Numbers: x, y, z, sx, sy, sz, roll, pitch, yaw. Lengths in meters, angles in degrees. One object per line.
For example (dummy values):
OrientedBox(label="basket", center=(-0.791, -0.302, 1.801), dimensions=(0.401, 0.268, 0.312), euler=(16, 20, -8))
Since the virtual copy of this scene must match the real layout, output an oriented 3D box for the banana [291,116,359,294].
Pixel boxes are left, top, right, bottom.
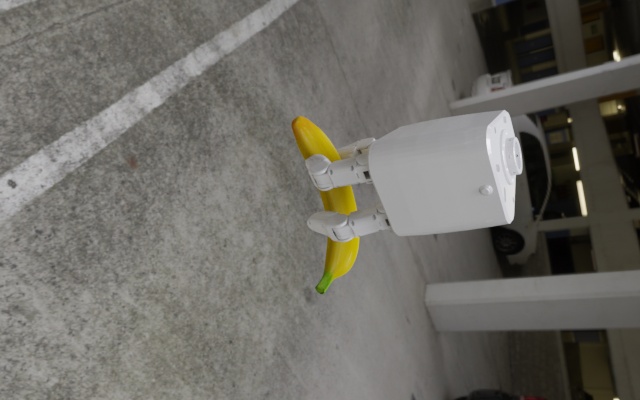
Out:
OrientedBox(label="banana", center=(0.011, 0.001, 0.539), dimensions=(0.037, 0.198, 0.069), euler=(-4, 9, 36))
